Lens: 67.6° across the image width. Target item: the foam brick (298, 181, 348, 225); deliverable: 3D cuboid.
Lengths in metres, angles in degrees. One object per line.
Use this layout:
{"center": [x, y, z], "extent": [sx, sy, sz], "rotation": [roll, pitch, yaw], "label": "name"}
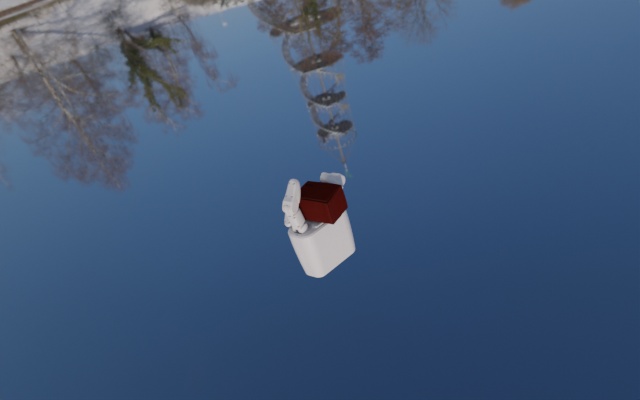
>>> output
{"center": [0.000, 0.003, 0.849], "extent": [0.078, 0.051, 0.053], "rotation": [9, 41, 36], "label": "foam brick"}
